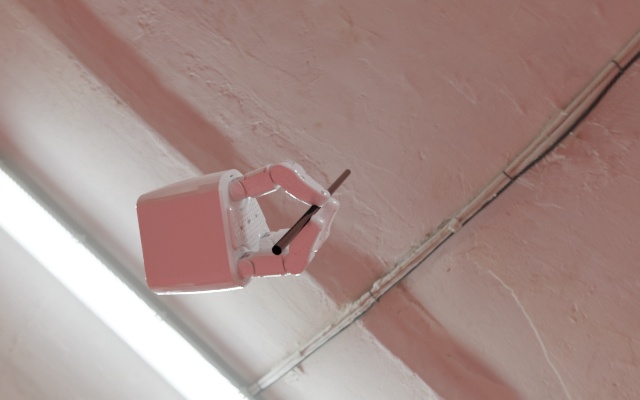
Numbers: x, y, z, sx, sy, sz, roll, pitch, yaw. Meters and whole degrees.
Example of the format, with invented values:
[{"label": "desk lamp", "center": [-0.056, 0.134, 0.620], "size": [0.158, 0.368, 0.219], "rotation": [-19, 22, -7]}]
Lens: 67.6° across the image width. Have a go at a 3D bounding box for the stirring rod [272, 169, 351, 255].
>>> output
[{"label": "stirring rod", "center": [0.000, 0.002, 0.465], "size": [0.011, 0.011, 0.239], "rotation": [0, 17, 17]}]
